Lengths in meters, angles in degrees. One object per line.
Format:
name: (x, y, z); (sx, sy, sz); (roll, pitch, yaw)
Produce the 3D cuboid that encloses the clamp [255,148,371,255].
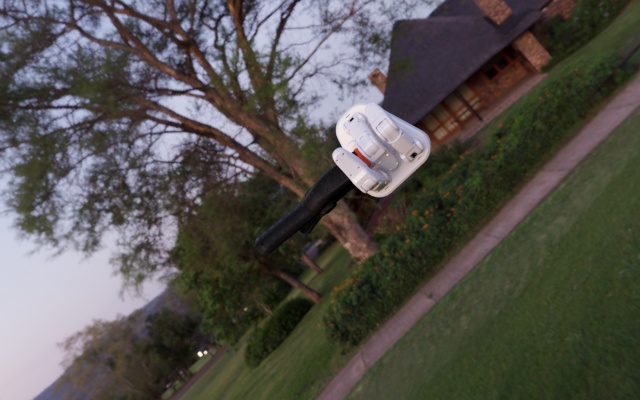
clamp: (0.000, 0.001, 0.604); (0.171, 0.039, 0.120); (-41, -4, 18)
